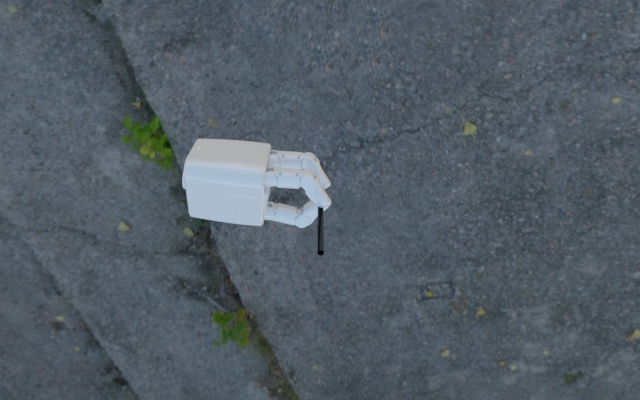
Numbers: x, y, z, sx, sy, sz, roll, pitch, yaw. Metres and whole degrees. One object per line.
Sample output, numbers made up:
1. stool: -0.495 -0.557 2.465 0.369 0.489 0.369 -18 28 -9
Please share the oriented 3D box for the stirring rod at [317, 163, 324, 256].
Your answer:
1. stirring rod: 0.000 0.002 0.672 0.011 0.011 0.239 0 30 0
